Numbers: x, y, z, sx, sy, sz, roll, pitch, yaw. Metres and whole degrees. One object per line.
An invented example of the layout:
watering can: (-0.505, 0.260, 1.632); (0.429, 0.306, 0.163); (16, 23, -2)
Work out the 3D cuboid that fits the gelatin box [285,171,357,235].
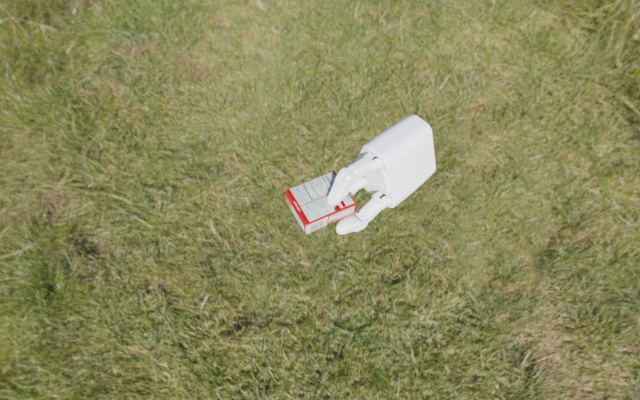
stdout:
gelatin box: (0.000, 0.002, 0.732); (0.089, 0.073, 0.030); (-23, -32, -17)
